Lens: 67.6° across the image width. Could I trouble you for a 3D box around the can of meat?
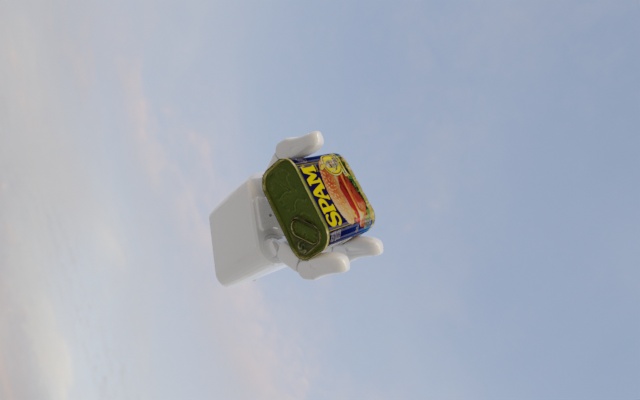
[{"bbox_3d":[0.000,0.001,0.504,0.084,0.102,0.057,-15,-16,-47],"label":"can of meat"}]
